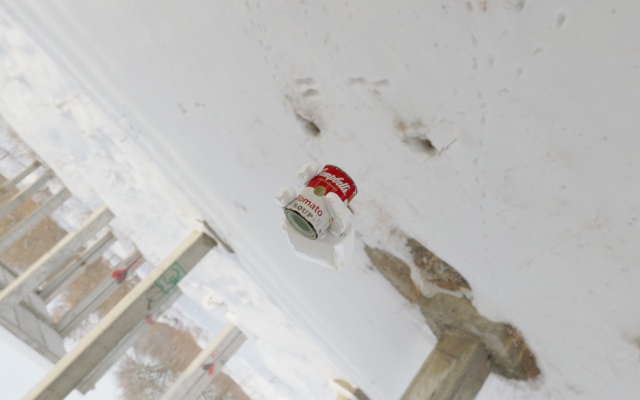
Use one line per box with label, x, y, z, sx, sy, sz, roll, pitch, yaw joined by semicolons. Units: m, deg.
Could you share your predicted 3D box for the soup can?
soup can;0.000;0.002;0.737;0.102;0.068;0.068;-47;22;-21
